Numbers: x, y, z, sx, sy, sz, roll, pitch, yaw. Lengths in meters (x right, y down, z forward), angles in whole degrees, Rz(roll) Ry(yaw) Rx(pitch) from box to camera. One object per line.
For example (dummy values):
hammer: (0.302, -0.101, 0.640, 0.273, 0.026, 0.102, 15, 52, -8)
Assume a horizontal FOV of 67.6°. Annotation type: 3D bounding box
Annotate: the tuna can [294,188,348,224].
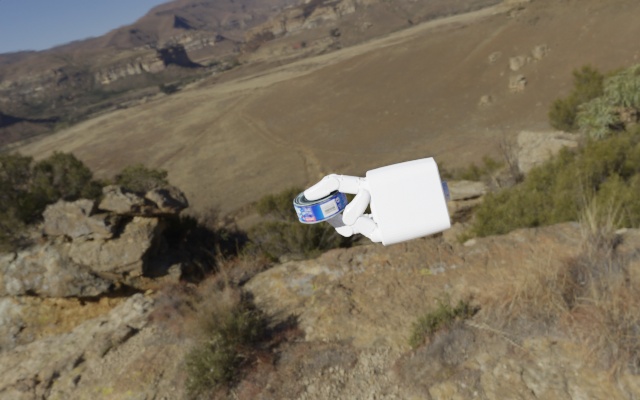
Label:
tuna can: (0.000, 0.002, 0.780, 0.086, 0.034, 0.086, -18, 20, 7)
